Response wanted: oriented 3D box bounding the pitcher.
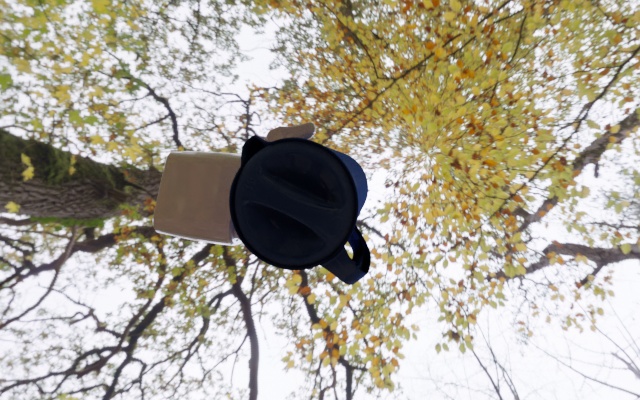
[{"bbox_3d":[0.000,0.002,0.585,0.145,0.149,0.243,6,7,11],"label":"pitcher"}]
